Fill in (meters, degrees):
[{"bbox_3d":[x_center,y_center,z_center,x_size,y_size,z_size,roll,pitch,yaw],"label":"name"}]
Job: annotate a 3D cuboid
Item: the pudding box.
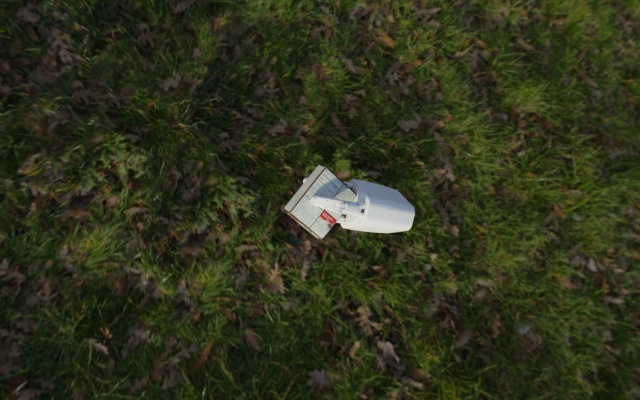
[{"bbox_3d":[0.000,0.003,0.891,0.090,0.113,0.039,41,-7,-24],"label":"pudding box"}]
